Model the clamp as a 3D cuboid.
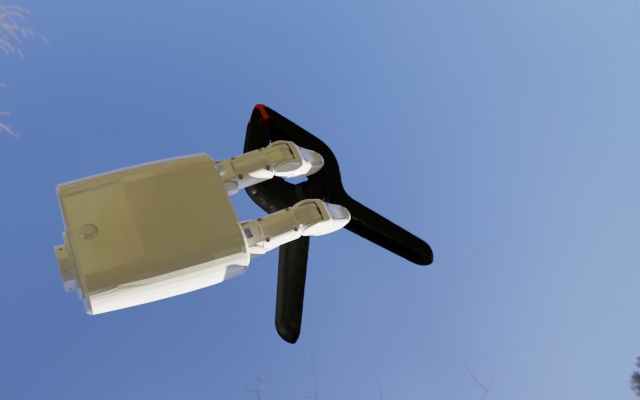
[{"bbox_3d":[-0.001,0.001,0.428,0.164,0.210,0.036,-14,-22,-30],"label":"clamp"}]
